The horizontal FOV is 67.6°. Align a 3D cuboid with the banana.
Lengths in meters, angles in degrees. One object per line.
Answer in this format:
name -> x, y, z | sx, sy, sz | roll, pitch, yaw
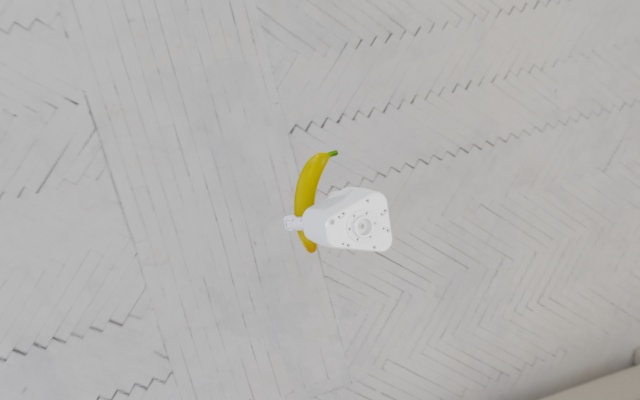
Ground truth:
banana -> -0.015, -0.005, 0.867 | 0.069, 0.198, 0.037 | 16, -4, -24
